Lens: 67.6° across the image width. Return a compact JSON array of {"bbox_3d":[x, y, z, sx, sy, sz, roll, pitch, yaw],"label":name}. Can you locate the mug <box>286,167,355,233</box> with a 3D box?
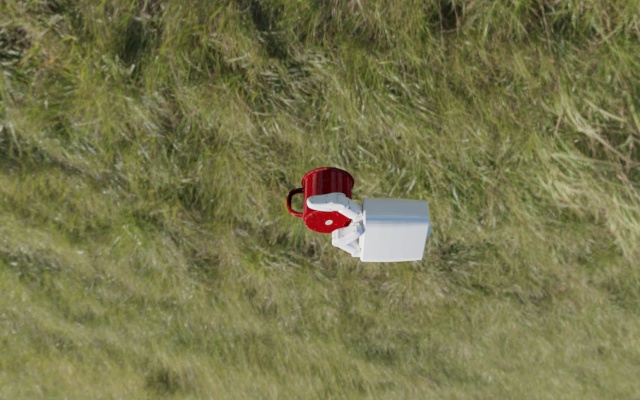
[{"bbox_3d":[-0.001,0.003,0.809,0.117,0.081,0.093,0,-33,1],"label":"mug"}]
